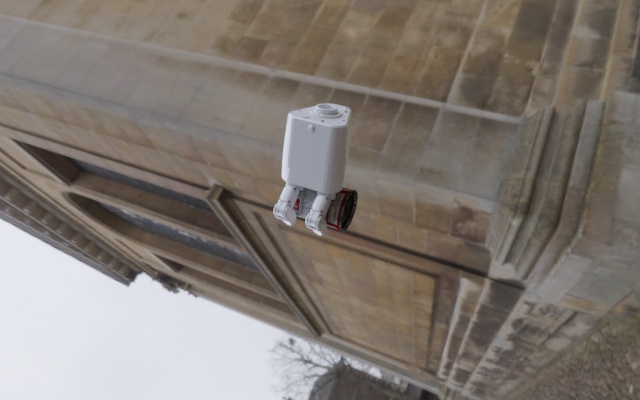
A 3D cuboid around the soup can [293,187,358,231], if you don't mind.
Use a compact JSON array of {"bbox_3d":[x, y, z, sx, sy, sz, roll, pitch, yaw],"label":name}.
[{"bbox_3d":[0.000,0.003,0.769,0.102,0.068,0.068,17,6,19],"label":"soup can"}]
